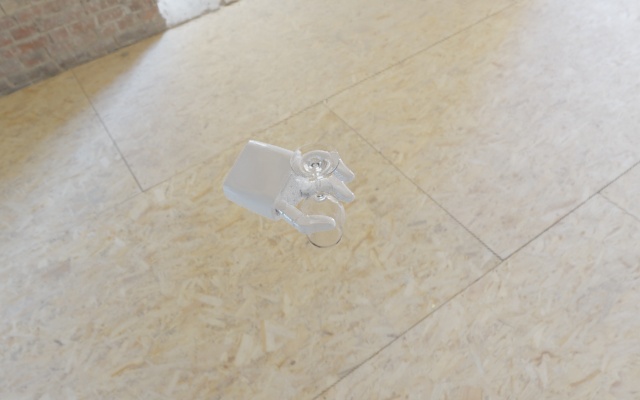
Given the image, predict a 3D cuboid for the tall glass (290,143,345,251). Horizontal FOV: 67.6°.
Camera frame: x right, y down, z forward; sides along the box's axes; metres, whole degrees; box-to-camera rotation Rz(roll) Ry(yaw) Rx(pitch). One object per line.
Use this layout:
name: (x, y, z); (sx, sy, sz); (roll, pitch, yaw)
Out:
tall glass: (0.000, 0.002, 0.786); (0.079, 0.079, 0.201); (0, -39, 7)
